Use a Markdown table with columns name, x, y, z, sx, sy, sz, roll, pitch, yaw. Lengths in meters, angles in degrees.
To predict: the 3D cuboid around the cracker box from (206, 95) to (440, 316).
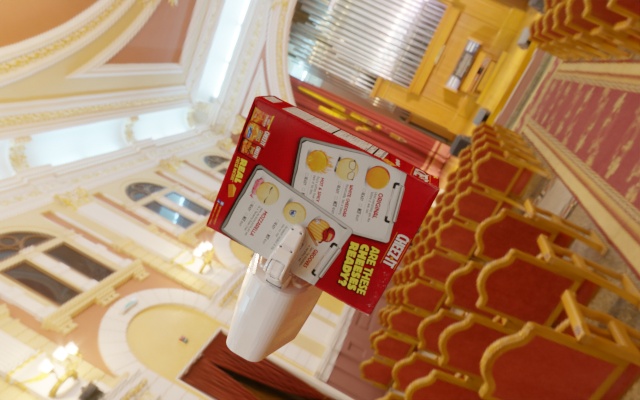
| name | x | y | z | sx | sy | sz | roll | pitch | yaw |
| --- | --- | --- | --- | --- | --- | --- | --- | --- | --- |
| cracker box | 0.000 | 0.002 | 0.536 | 0.213 | 0.164 | 0.072 | 27 | 20 | 7 |
